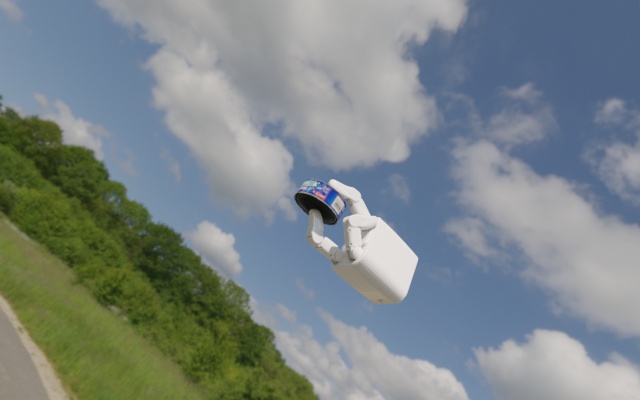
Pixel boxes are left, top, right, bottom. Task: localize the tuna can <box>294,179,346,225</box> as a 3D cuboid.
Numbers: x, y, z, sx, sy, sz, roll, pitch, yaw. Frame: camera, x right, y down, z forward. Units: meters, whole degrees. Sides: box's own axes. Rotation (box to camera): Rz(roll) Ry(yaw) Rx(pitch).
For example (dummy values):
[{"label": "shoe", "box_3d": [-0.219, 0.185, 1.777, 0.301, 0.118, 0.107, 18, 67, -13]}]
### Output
[{"label": "tuna can", "box_3d": [0.000, 0.002, 0.812, 0.086, 0.033, 0.086, 28, -24, 14]}]
